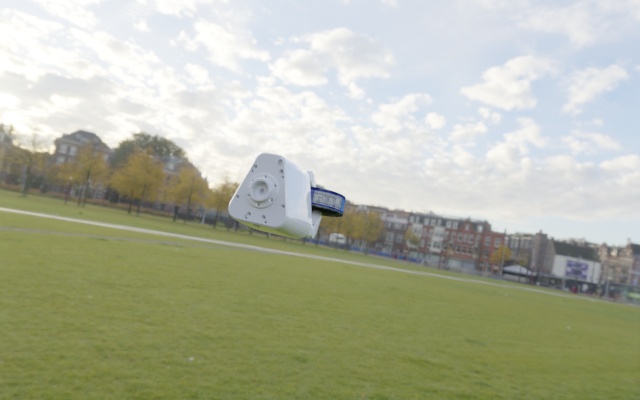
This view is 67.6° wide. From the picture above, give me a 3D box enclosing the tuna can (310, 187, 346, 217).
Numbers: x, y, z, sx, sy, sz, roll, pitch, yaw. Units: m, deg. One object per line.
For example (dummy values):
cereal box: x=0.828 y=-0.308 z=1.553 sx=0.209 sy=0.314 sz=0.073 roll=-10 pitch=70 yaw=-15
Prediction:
tuna can: x=0.000 y=0.002 z=0.835 sx=0.086 sy=0.033 sz=0.086 roll=11 pitch=-10 yaw=2
